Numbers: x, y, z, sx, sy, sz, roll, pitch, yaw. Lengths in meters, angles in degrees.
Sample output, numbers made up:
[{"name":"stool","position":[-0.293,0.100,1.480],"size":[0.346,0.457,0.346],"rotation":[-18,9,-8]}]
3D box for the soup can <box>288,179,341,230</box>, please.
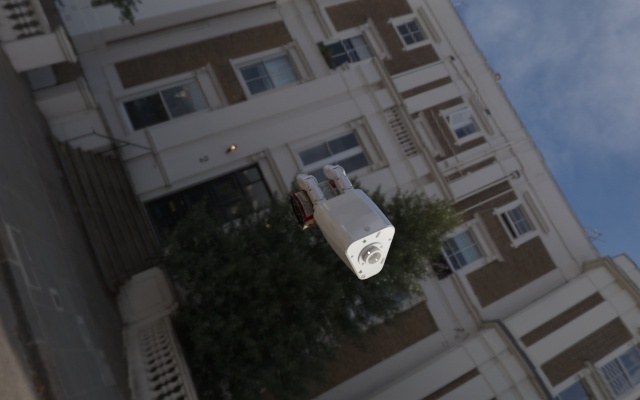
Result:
[{"name":"soup can","position":[0.000,0.003,0.870],"size":[0.102,0.068,0.068],"rotation":[-22,7,-18]}]
